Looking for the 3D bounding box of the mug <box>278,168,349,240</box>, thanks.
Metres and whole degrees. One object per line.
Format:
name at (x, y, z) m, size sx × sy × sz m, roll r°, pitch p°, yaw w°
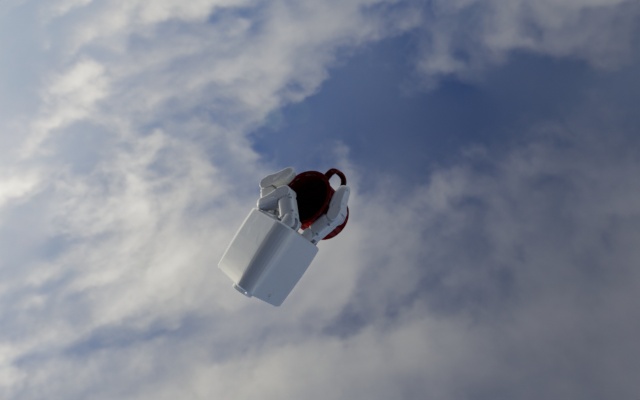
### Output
mug at (0.001, 0.001, 0.760) m, size 0.093 × 0.117 × 0.081 m, roll 29°, pitch -9°, yaw 40°
